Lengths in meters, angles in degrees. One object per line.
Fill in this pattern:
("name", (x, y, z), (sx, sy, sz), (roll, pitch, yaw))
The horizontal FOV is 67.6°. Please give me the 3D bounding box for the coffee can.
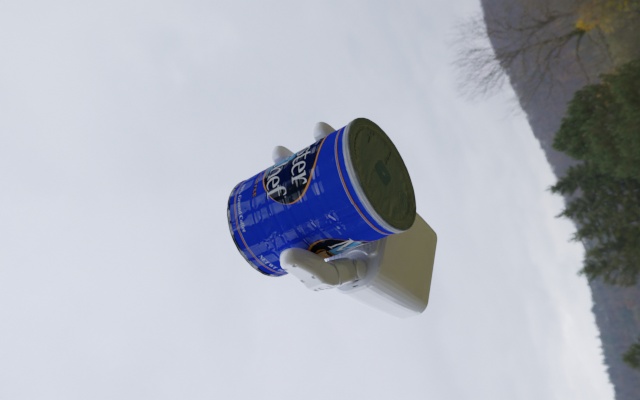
("coffee can", (0.000, 0.001, 0.434), (0.140, 0.102, 0.103), (-24, -13, 32))
